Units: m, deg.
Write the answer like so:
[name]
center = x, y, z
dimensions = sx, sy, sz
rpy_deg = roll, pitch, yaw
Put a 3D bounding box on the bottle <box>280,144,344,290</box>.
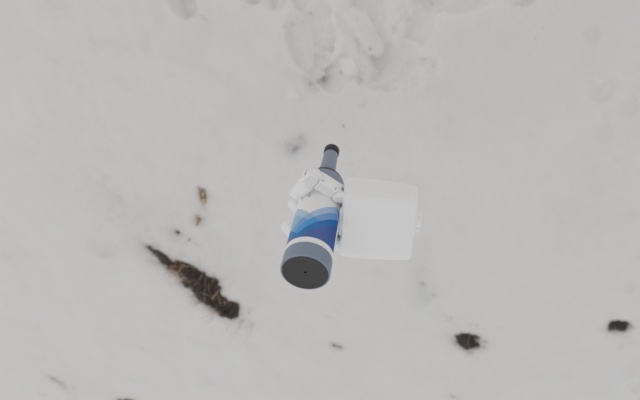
[bottle]
center = 0.000, 0.003, 0.732
dimensions = 0.069, 0.069, 0.295
rpy_deg = 0, 39, 10
